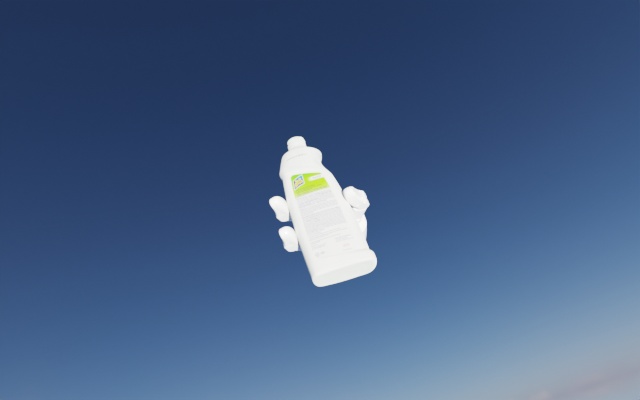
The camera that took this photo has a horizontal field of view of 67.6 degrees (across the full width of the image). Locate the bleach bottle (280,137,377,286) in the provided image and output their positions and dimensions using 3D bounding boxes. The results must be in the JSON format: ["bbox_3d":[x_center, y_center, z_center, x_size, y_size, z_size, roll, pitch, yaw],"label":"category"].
[{"bbox_3d":[0.000,0.003,0.753,0.102,0.250,0.068,-16,-28,-5],"label":"bleach bottle"}]
